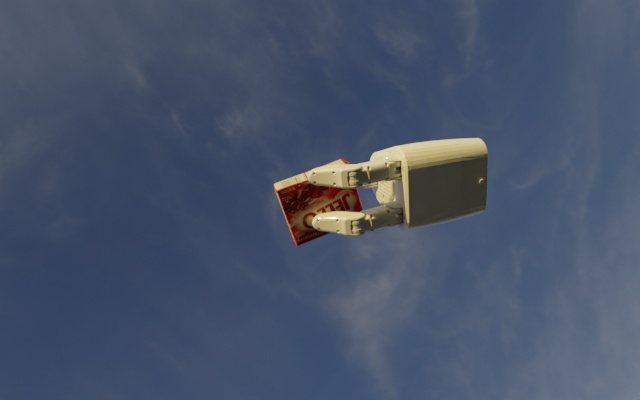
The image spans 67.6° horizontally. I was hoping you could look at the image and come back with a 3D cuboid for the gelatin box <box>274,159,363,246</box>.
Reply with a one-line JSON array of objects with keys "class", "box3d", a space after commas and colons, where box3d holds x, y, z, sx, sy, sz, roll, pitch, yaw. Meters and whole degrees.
[{"class": "gelatin box", "box3d": [0.000, 0.002, 0.552, 0.089, 0.073, 0.030, -21, 22, -5]}]
